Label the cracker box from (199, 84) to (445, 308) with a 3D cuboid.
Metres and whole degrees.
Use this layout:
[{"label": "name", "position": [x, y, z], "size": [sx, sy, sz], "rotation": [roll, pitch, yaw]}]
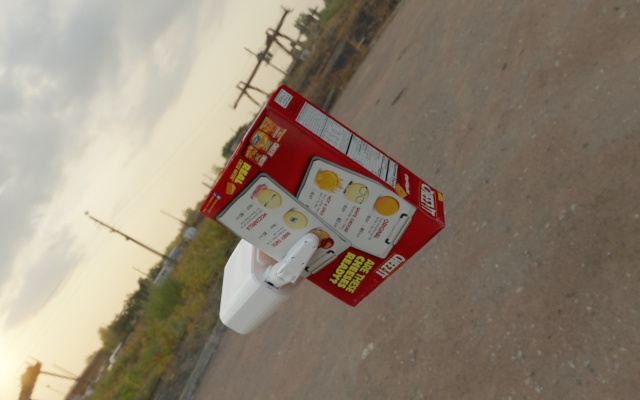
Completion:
[{"label": "cracker box", "position": [0.000, 0.002, 0.524], "size": [0.214, 0.164, 0.072], "rotation": [33, 36, -11]}]
